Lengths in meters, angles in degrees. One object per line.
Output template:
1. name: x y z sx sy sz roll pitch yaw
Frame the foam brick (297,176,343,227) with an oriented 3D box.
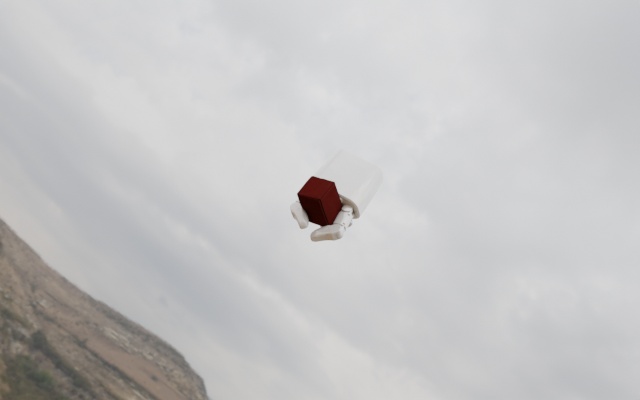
1. foam brick: 0.000 0.003 0.869 0.053 0.051 0.078 18 -35 32
